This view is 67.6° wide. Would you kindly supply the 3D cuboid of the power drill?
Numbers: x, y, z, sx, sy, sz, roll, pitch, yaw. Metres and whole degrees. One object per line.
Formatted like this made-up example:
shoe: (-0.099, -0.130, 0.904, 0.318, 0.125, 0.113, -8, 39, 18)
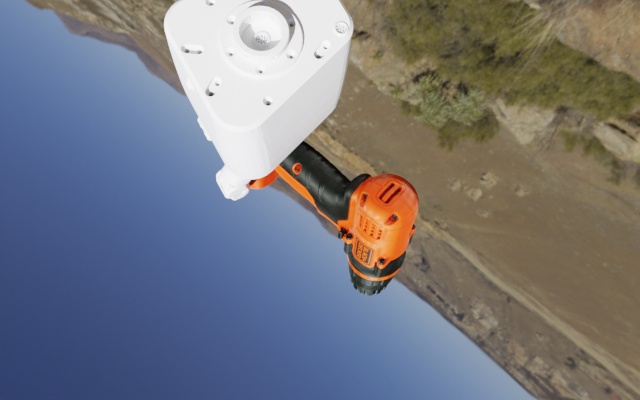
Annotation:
power drill: (0.000, 0.001, 0.444, 0.187, 0.057, 0.185, 35, -26, 18)
